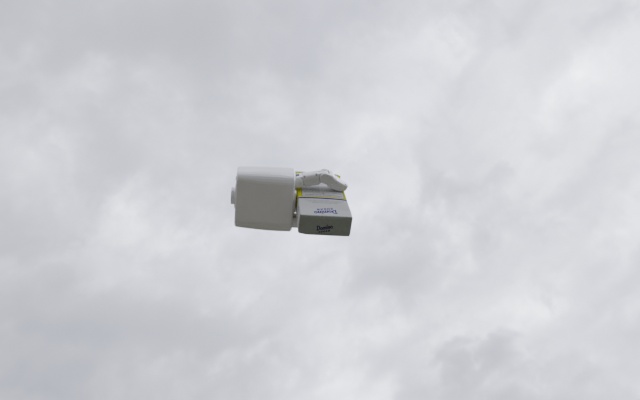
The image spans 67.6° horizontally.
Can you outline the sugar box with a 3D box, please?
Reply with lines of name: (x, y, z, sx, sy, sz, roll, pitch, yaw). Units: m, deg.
sugar box: (0.000, 0.003, 0.886, 0.093, 0.048, 0.176, 4, 30, -7)
